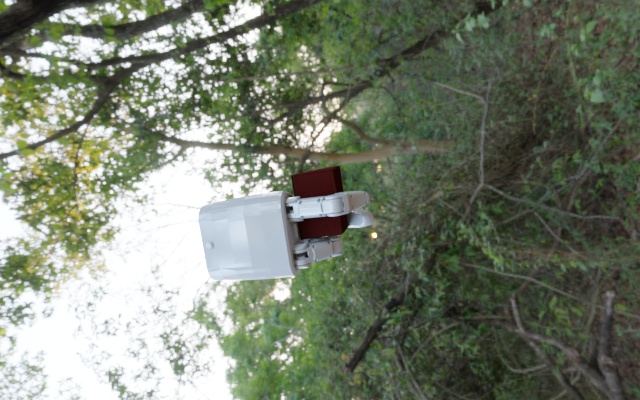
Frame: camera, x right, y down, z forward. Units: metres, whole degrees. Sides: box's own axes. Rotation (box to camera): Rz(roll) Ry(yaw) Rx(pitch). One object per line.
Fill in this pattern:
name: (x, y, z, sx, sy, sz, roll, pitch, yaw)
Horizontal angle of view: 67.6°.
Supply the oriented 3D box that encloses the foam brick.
foam brick: (0.000, 0.002, 0.567, 0.051, 0.078, 0.053, -7, 6, 12)
